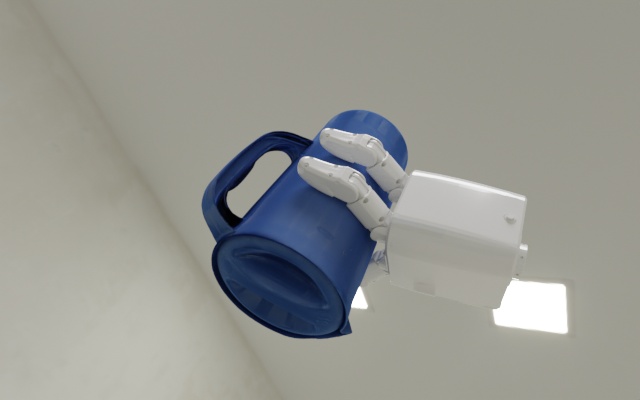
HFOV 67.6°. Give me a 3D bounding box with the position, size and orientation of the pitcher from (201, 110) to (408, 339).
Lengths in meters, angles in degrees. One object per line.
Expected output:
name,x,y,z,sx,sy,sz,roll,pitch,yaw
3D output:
pitcher,0.000,0.002,0.488,0.145,0.149,0.242,13,44,20
